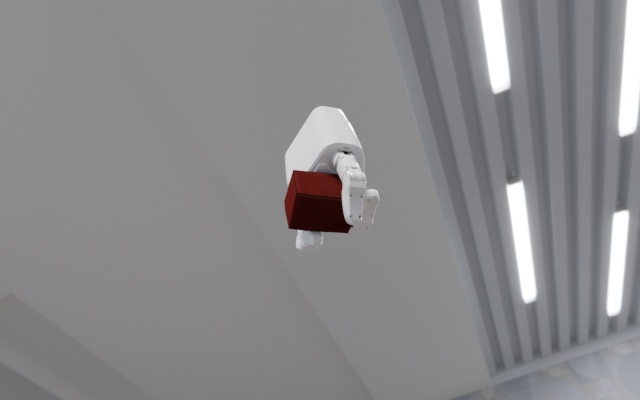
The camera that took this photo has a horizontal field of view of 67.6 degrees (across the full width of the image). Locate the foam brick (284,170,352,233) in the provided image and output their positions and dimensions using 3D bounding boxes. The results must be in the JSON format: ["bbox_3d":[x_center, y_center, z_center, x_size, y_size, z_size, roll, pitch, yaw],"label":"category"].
[{"bbox_3d":[0.000,0.002,0.571,0.078,0.053,0.051,6,37,-17],"label":"foam brick"}]
